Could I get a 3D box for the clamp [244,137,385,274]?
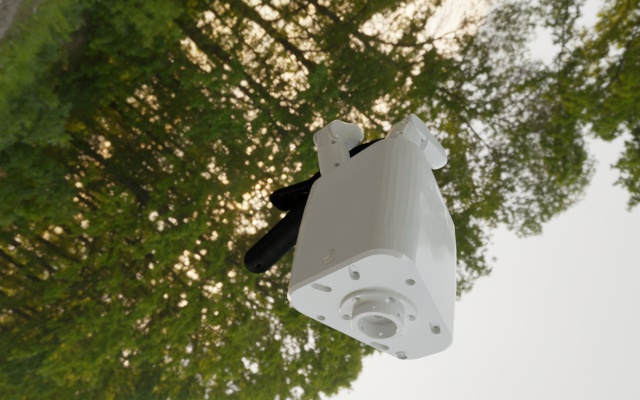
[{"bbox_3d":[0.001,0.002,0.431,0.171,0.120,0.039,-30,-61,34],"label":"clamp"}]
